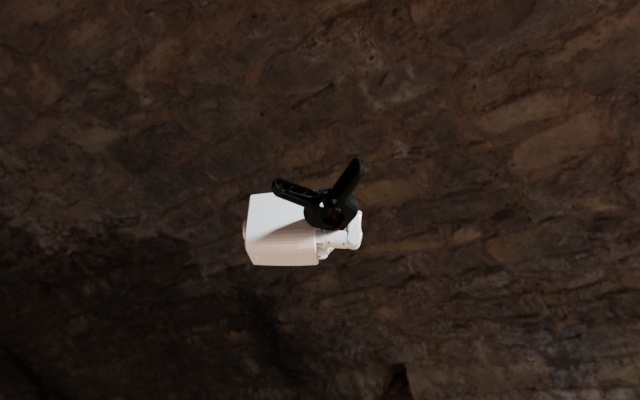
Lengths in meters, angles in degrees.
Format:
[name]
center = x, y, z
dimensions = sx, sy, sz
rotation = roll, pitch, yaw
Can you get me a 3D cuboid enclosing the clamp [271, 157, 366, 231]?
[clamp]
center = 0.000, 0.002, 0.654
dimensions = 0.120, 0.039, 0.172
rotation = -5, -30, 0
